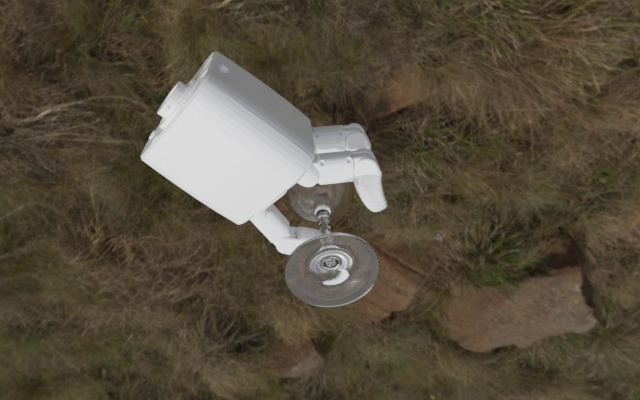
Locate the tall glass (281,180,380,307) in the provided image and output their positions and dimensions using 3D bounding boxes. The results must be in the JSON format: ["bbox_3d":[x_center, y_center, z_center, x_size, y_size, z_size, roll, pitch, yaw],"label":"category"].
[{"bbox_3d":[0.000,0.002,0.450,0.079,0.079,0.201,0,33,-6],"label":"tall glass"}]
